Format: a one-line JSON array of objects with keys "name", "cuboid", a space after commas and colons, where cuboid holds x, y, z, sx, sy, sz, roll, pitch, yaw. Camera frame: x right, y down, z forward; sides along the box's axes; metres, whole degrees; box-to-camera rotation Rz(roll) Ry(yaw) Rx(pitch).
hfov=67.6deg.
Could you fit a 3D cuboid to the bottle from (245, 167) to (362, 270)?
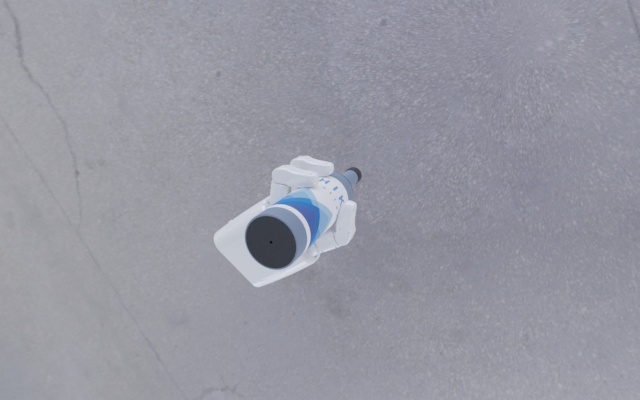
[{"name": "bottle", "cuboid": [0.000, 0.002, 0.650, 0.069, 0.069, 0.295, 0, 17, 23]}]
